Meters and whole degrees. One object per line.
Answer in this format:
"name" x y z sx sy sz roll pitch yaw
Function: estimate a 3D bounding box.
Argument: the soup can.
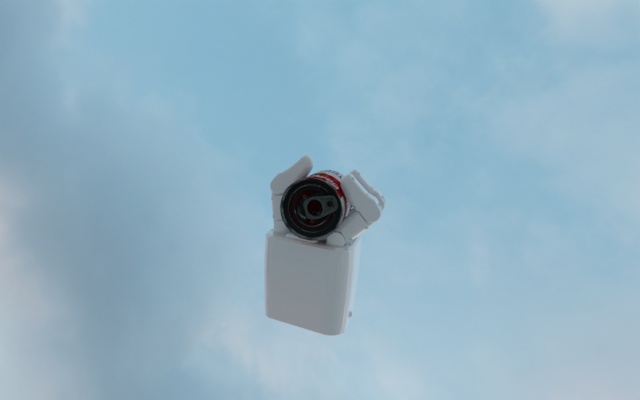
"soup can" 0.000 0.001 0.553 0.068 0.068 0.102 0 9 12
